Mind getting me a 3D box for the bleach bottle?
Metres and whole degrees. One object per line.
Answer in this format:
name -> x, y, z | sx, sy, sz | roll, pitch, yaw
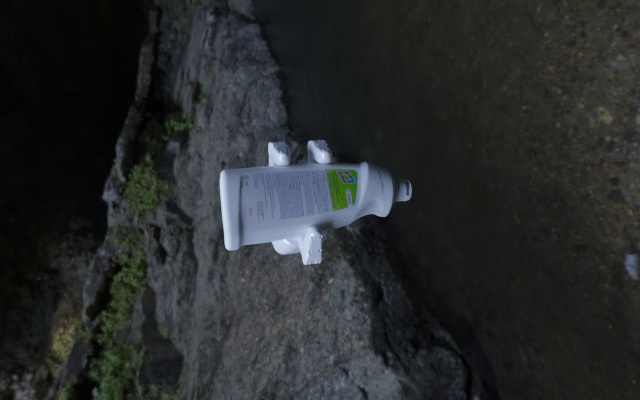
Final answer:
bleach bottle -> 0.000, 0.002, 0.623 | 0.251, 0.102, 0.068 | -4, -13, -15
